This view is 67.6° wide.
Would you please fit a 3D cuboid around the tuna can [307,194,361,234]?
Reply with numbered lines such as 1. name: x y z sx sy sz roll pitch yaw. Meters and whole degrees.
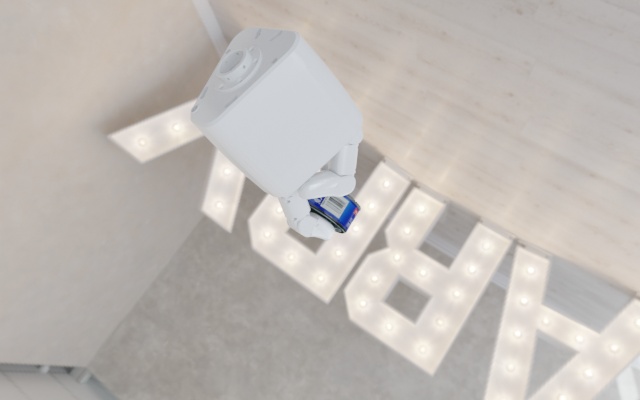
1. tuna can: 0.000 0.002 0.532 0.086 0.033 0.086 31 -10 6
